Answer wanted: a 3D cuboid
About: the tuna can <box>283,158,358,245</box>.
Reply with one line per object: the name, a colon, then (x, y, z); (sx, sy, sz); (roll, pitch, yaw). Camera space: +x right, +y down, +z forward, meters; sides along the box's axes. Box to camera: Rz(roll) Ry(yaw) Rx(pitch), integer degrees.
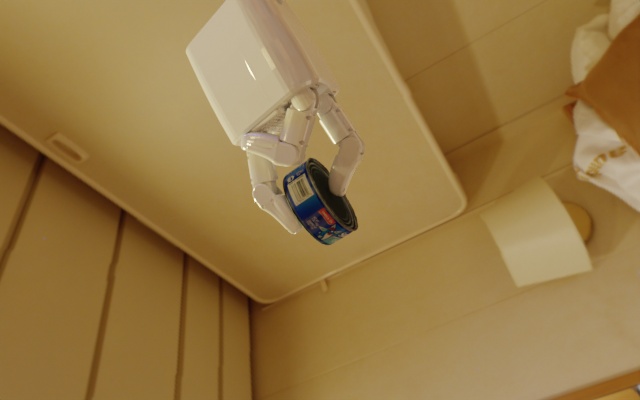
tuna can: (0.000, 0.002, 0.480); (0.034, 0.086, 0.086); (-33, -10, 16)
